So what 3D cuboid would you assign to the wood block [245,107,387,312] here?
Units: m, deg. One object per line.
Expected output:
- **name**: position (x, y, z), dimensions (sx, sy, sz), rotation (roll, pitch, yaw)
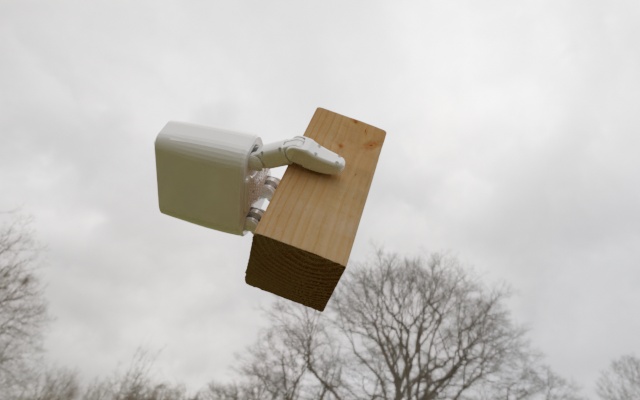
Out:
- **wood block**: position (0.000, 0.001, 0.524), dimensions (0.090, 0.206, 0.091), rotation (20, -42, 1)
